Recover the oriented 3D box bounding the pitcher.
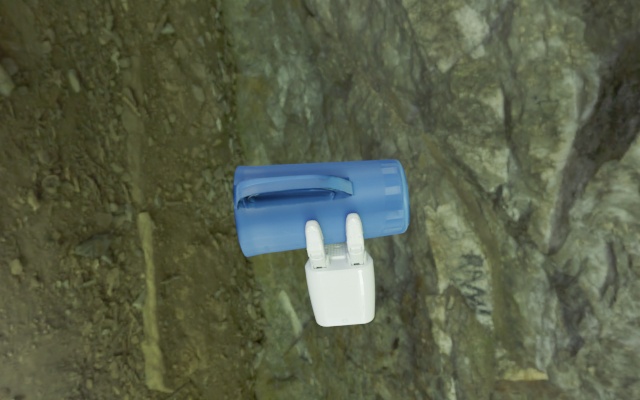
[{"bbox_3d":[0.000,0.002,0.684,0.243,0.145,0.149,-6,26,2],"label":"pitcher"}]
